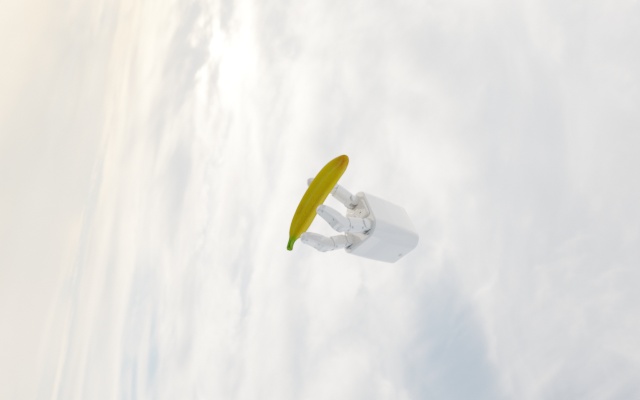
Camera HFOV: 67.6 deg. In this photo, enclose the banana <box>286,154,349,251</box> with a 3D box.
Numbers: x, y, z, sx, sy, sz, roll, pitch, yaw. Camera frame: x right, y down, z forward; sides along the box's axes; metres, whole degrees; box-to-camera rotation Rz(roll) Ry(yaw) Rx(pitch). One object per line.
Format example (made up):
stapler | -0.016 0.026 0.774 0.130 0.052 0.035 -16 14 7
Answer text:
banana | -0.005 -0.003 0.826 0.037 0.198 0.069 21 22 -22
